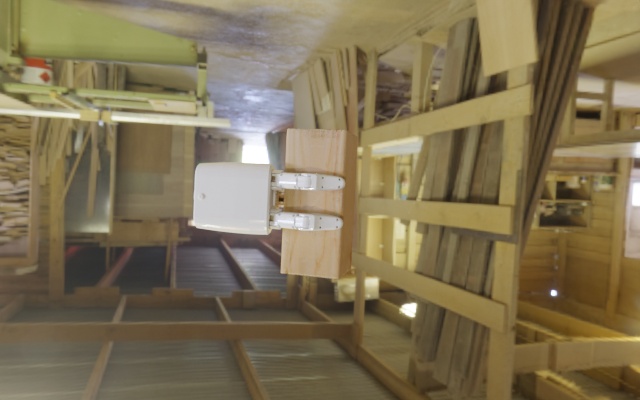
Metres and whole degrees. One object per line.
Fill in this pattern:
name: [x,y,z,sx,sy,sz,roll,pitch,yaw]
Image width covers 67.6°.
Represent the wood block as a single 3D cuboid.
wood block: [0.000,0.002,0.708,0.090,0.206,0.091,3,3,14]
